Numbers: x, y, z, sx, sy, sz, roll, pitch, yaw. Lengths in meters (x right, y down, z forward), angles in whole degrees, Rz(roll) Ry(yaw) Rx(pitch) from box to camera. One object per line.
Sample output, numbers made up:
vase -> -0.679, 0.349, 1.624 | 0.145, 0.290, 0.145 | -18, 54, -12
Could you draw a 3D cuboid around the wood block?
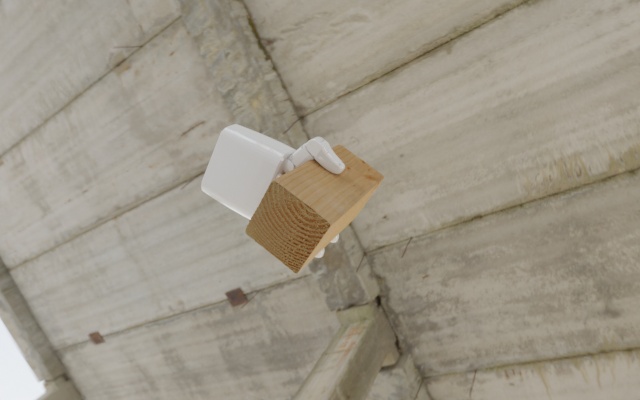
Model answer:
wood block -> 0.000, 0.002, 0.662 | 0.090, 0.091, 0.206 | 38, 30, 9
